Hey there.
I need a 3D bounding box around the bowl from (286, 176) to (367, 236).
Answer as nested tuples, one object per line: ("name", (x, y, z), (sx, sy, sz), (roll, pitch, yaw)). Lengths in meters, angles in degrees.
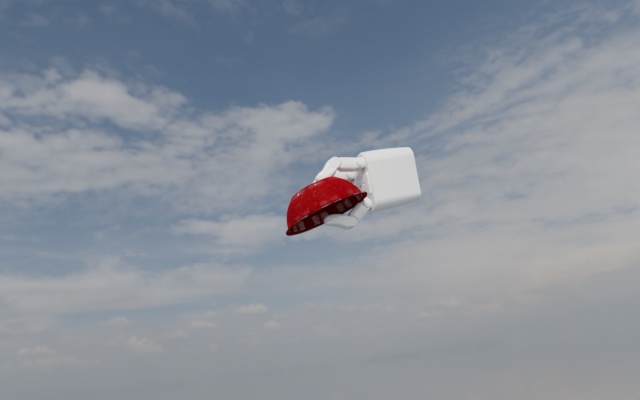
("bowl", (-0.001, 0.003, 0.848), (0.162, 0.055, 0.162), (-26, -11, -5))
